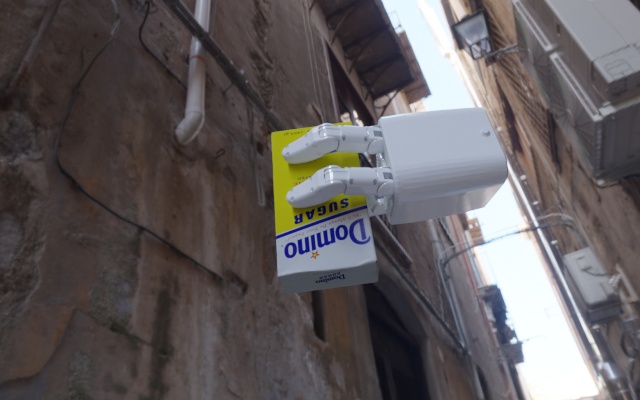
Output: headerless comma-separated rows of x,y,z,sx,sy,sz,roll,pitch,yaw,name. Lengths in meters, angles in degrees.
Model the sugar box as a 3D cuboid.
0.000,0.001,0.486,0.093,0.176,0.048,-9,-37,2,sugar box
